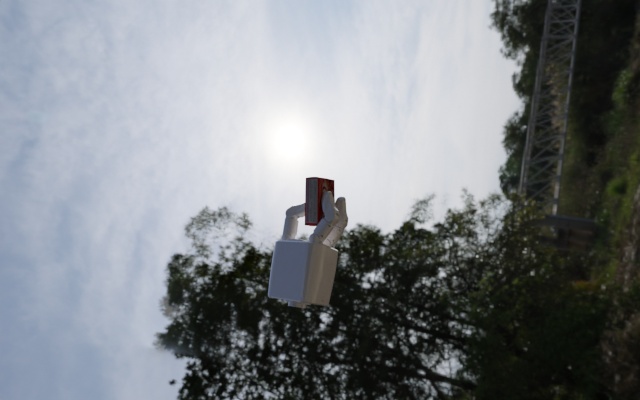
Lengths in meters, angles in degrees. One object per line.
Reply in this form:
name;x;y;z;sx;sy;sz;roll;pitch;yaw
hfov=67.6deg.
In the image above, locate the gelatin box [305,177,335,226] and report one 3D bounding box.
gelatin box;0.000;0.003;0.884;0.030;0.089;0.073;-1;-2;26
